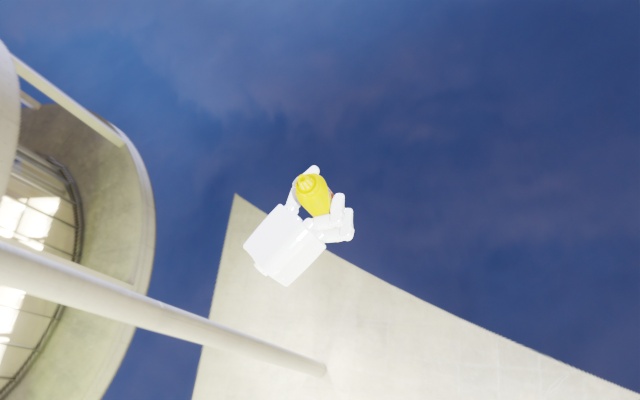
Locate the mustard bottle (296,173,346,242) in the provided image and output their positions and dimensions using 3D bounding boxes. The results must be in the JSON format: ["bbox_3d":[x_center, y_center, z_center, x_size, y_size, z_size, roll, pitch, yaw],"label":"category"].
[{"bbox_3d":[0.001,0.003,0.883,0.058,0.096,0.192,-26,-31,9],"label":"mustard bottle"}]
